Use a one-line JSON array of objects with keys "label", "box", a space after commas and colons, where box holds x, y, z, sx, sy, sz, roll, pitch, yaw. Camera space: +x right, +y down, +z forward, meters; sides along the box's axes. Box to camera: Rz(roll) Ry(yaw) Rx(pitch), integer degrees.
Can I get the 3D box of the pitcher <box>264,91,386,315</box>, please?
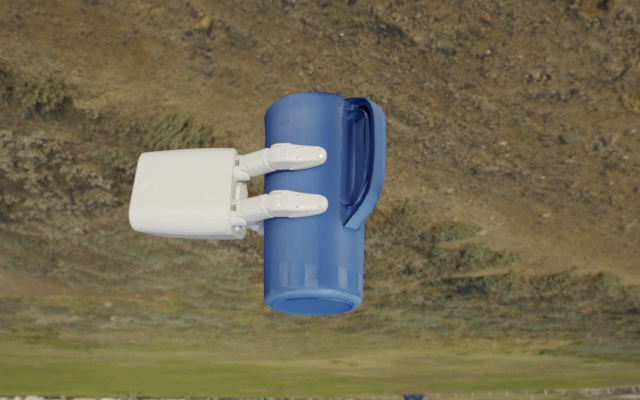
[{"label": "pitcher", "box": [0.000, 0.002, 0.556, 0.145, 0.242, 0.149, 0, -24, 1]}]
